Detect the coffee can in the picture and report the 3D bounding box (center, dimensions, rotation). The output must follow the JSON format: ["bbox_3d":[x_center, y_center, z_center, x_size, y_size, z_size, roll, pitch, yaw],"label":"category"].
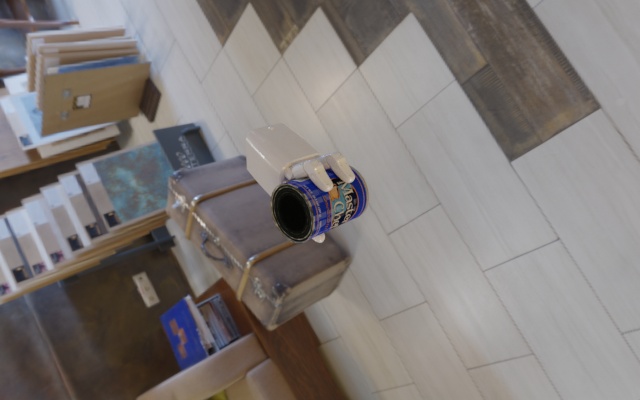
[{"bbox_3d":[0.000,0.003,0.817,0.103,0.103,0.140,0,16,45],"label":"coffee can"}]
